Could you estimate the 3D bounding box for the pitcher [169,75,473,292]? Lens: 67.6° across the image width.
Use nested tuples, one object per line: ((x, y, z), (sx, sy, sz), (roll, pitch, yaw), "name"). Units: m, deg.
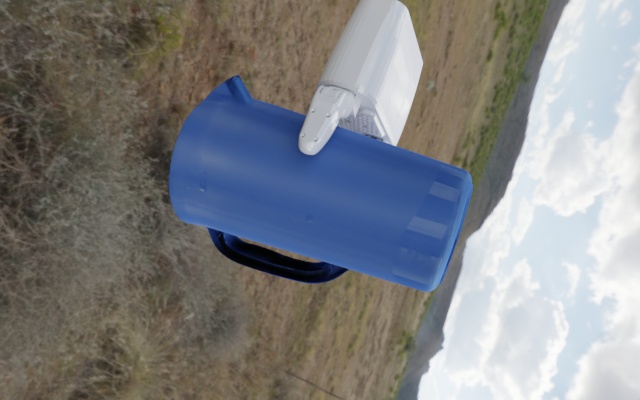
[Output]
((0.000, 0.001, 0.434), (0.243, 0.145, 0.149), (18, -16, 13), "pitcher")
